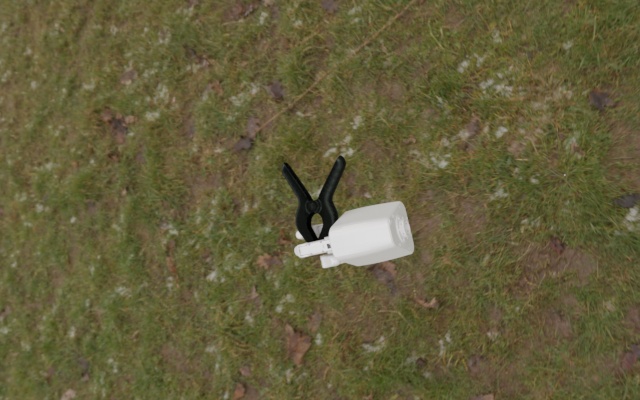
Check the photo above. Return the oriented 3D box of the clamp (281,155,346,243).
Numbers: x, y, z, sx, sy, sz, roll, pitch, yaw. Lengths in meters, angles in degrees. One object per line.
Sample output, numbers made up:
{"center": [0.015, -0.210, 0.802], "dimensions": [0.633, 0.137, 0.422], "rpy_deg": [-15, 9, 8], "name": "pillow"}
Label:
{"center": [0.000, 0.003, 0.835], "dimensions": [0.120, 0.171, 0.039], "rpy_deg": [-15, -4, 27], "name": "clamp"}
